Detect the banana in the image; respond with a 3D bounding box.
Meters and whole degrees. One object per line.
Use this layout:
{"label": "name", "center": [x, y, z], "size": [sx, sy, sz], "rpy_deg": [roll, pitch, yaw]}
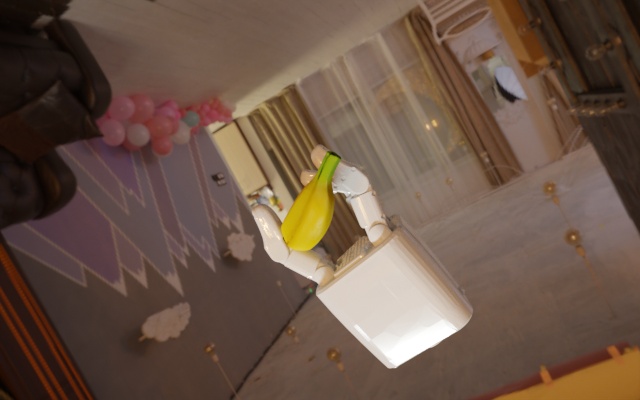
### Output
{"label": "banana", "center": [-0.010, 0.016, 0.444], "size": [0.037, 0.069, 0.198], "rpy_deg": [35, -14, 0]}
